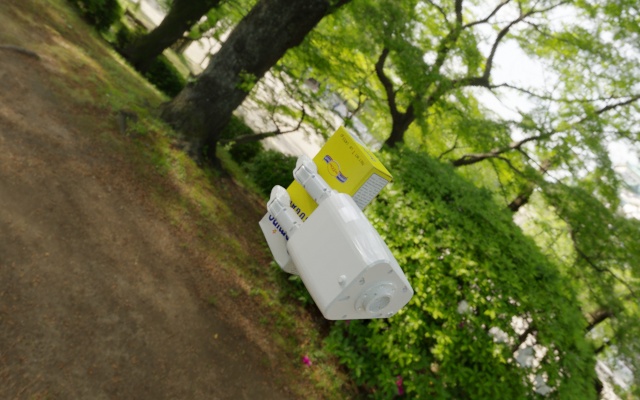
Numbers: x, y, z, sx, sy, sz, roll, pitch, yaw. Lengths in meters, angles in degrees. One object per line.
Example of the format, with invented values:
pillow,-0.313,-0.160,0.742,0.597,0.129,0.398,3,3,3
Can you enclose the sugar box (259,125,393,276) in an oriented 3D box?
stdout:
sugar box,0.000,0.002,0.601,0.048,0.176,0.093,27,22,-43
